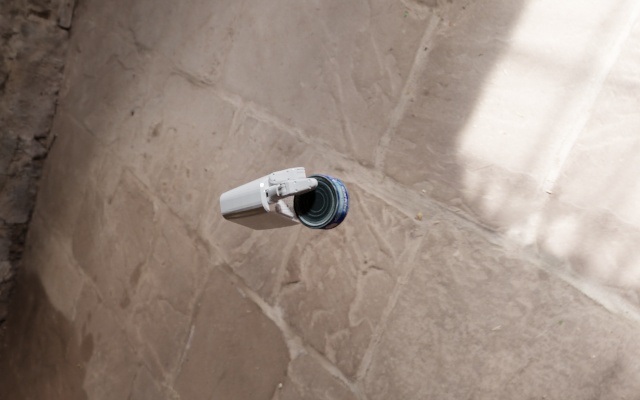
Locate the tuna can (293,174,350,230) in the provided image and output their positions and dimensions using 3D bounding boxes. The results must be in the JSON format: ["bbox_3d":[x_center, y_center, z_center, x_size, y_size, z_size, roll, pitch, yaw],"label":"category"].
[{"bbox_3d":[0.000,0.002,0.738,0.086,0.086,0.034,0,-3,33],"label":"tuna can"}]
